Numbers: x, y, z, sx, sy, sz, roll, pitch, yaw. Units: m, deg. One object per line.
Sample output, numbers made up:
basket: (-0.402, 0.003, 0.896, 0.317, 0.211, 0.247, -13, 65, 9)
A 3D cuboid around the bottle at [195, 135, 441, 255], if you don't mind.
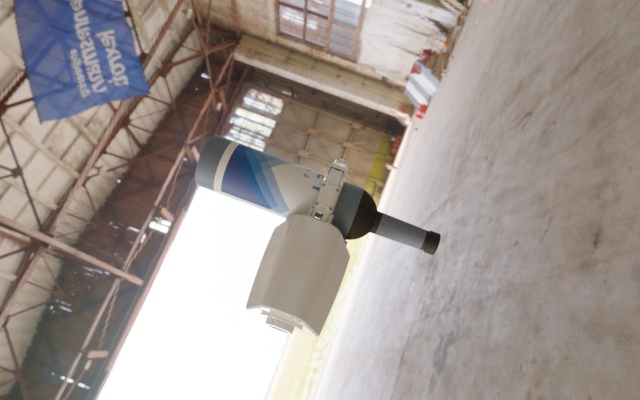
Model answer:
bottle: (0.000, 0.002, 0.574, 0.296, 0.069, 0.069, 20, 1, 3)
